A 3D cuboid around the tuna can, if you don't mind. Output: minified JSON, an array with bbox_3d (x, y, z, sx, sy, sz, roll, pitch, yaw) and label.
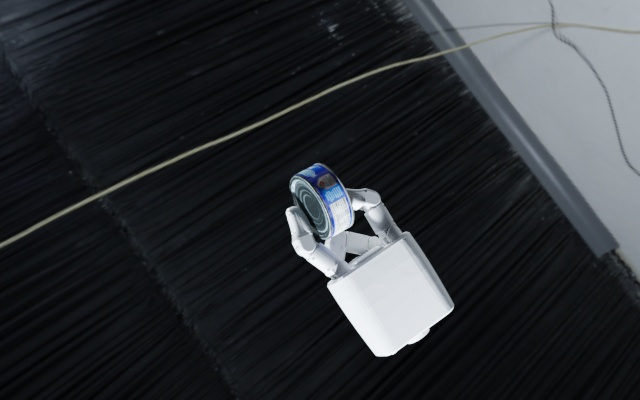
[{"bbox_3d":[0.000,0.002,0.560,0.033,0.086,0.086,-29,12,-23],"label":"tuna can"}]
